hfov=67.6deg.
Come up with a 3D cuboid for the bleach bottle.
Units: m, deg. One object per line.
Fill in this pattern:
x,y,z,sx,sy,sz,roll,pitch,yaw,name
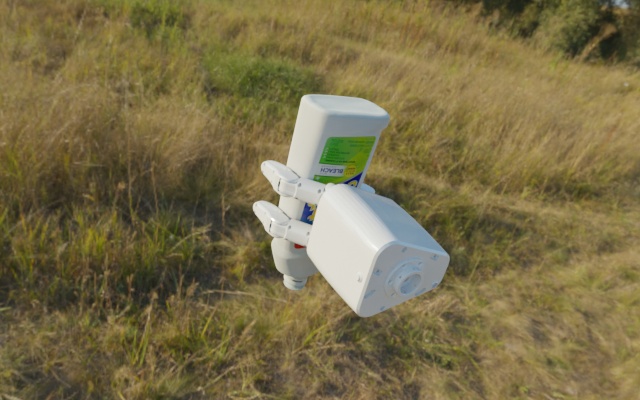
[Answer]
0.000,0.002,0.584,0.102,0.251,0.068,-3,31,-30,bleach bottle
